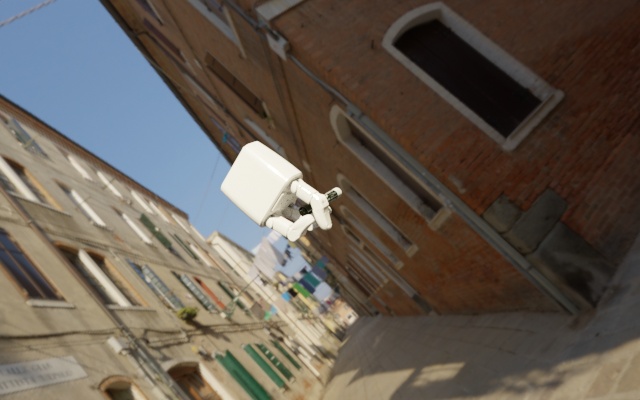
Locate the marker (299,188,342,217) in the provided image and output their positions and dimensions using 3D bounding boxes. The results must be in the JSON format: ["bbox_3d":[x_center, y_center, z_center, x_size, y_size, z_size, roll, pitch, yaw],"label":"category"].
[{"bbox_3d":[0.000,0.003,0.830,0.020,0.020,0.121,0,17,33],"label":"marker"}]
